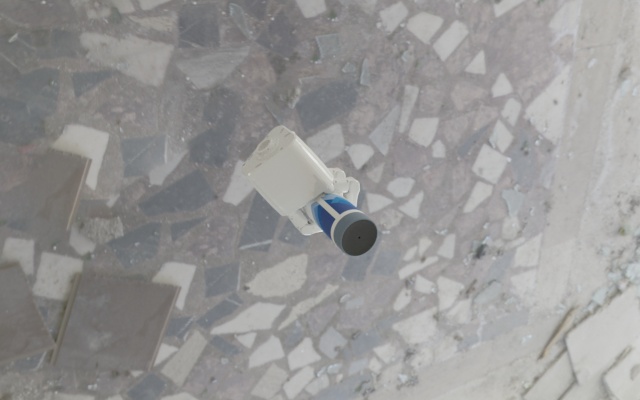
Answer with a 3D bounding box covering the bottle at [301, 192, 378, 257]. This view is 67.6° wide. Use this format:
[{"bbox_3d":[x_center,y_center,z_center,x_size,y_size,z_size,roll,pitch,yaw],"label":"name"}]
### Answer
[{"bbox_3d":[0.000,0.003,0.852,0.069,0.069,0.295,0,22,-26],"label":"bottle"}]
